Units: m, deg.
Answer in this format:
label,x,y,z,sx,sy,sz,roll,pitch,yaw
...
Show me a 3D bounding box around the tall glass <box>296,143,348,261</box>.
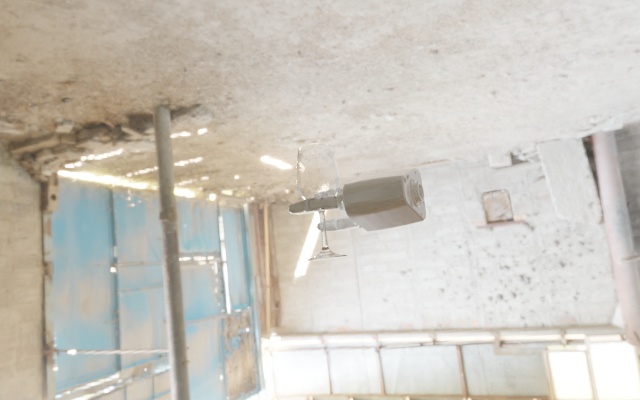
label,x,y,z,sx,sy,sz,roll,pitch,yaw
tall glass,0.000,0.003,0.841,0.079,0.201,0.079,-6,-8,-1
